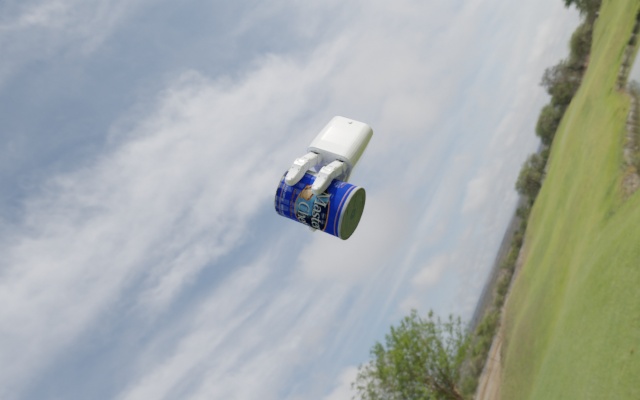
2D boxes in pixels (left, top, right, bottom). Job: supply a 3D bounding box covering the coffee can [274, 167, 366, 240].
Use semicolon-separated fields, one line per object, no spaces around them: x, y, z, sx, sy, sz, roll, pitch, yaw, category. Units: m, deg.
0.000;0.003;0.893;0.140;0.103;0.103;20;8;22;coffee can
